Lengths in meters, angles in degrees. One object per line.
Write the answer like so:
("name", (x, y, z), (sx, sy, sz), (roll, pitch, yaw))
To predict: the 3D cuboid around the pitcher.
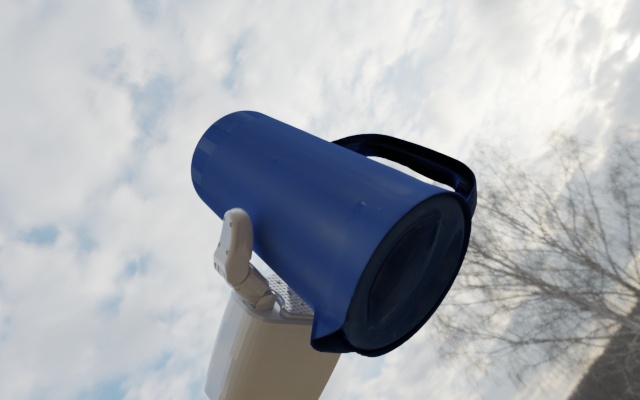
("pitcher", (0.000, 0.002, 0.411), (0.149, 0.145, 0.242), (1, 24, -46))
